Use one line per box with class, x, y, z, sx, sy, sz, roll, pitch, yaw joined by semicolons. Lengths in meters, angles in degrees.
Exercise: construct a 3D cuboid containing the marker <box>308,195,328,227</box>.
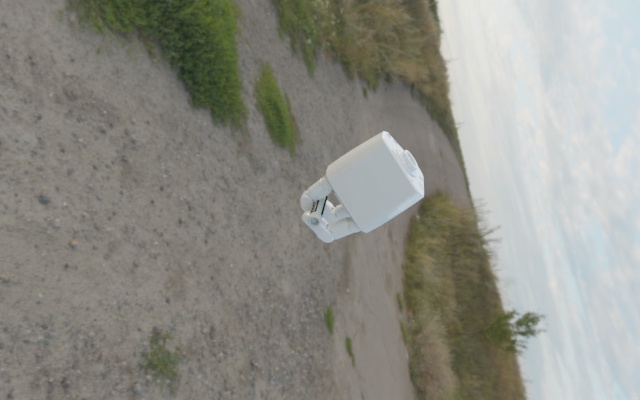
marker;0.000;0.002;0.750;0.020;0.020;0.121;0;29;10
